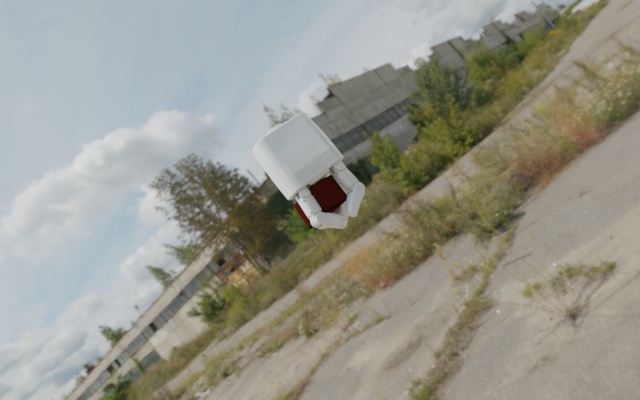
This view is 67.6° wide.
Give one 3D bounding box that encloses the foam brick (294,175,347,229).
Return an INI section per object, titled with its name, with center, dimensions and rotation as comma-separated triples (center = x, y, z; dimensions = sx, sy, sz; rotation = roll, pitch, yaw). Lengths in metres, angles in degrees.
[foam brick]
center = 0.000, 0.003, 0.817
dimensions = 0.053, 0.051, 0.078
rotation = -33, -7, -38
